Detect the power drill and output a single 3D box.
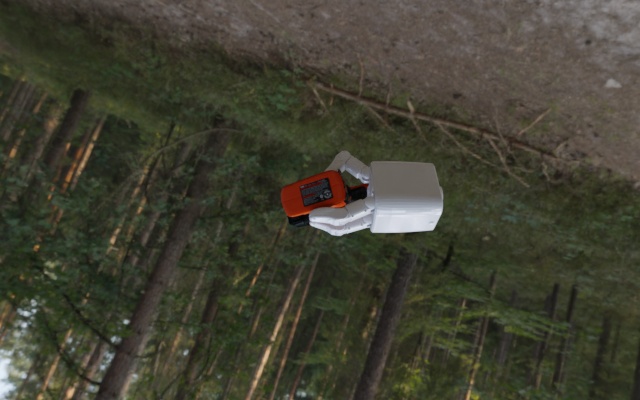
[{"bbox_3d":[0.000,0.003,0.841,0.184,0.057,0.187,-20,-11,15],"label":"power drill"}]
